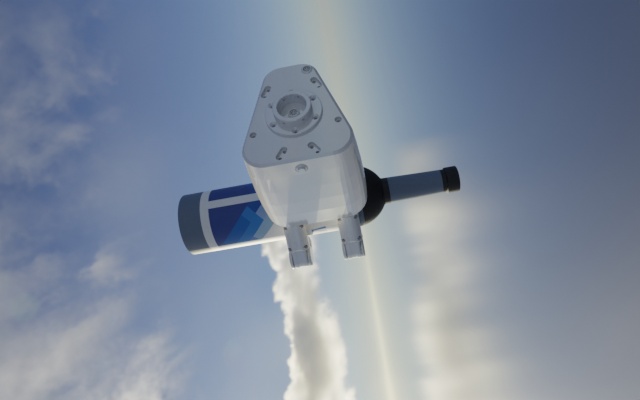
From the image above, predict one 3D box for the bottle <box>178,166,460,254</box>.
[{"bbox_3d":[0.000,0.002,0.516,0.296,0.069,0.069,-10,-1,4],"label":"bottle"}]
